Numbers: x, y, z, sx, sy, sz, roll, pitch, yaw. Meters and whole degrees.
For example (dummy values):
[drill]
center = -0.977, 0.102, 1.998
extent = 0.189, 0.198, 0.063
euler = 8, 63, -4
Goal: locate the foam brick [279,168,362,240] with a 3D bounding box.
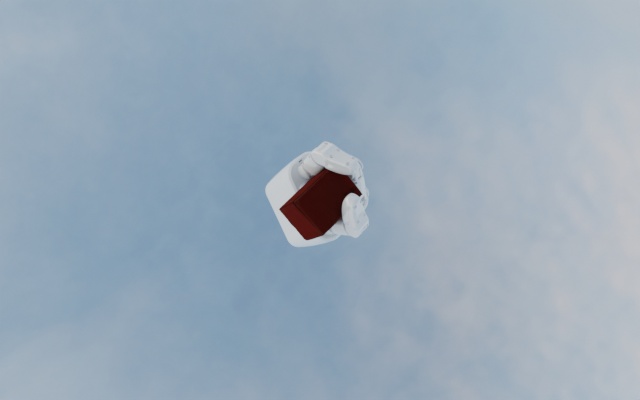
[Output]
[foam brick]
center = 0.000, 0.002, 0.567
extent = 0.078, 0.053, 0.051
euler = -44, 9, -27
